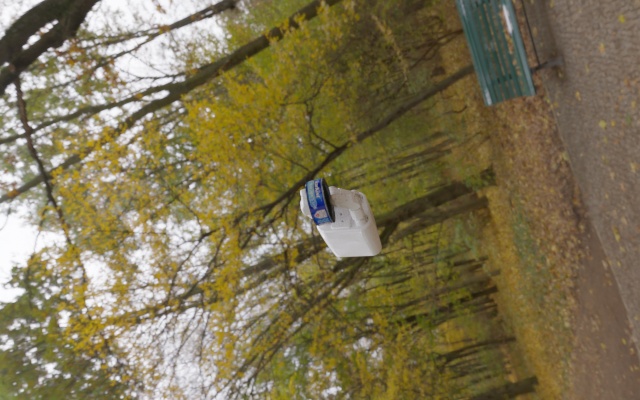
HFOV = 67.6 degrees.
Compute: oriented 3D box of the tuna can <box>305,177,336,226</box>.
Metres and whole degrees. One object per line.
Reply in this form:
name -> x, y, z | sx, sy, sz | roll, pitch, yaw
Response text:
tuna can -> 0.000, 0.003, 0.875 | 0.034, 0.086, 0.086 | -14, -2, 9
